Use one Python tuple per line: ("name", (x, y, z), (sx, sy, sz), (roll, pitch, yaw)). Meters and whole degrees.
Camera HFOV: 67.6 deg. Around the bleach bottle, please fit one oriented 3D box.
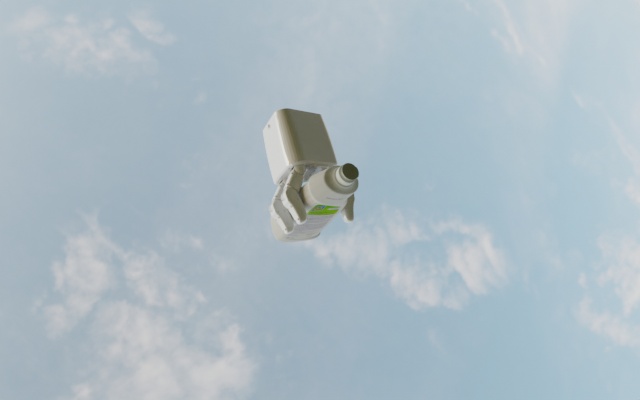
("bleach bottle", (0.000, 0.003, 0.813), (0.102, 0.068, 0.251), (-6, -19, -28))
